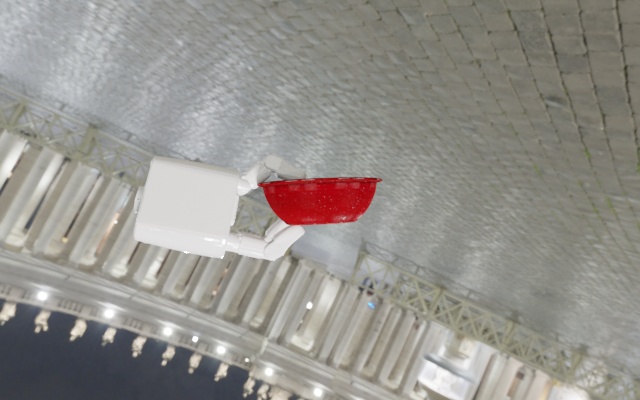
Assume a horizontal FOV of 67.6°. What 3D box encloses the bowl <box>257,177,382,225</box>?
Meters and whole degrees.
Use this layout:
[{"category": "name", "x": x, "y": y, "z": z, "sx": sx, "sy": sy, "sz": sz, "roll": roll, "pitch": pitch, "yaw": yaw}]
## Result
[{"category": "bowl", "x": 0.001, "y": 0.002, "z": 0.618, "sx": 0.162, "sy": 0.055, "sz": 0.162, "roll": -3, "pitch": -1, "yaw": 0}]
